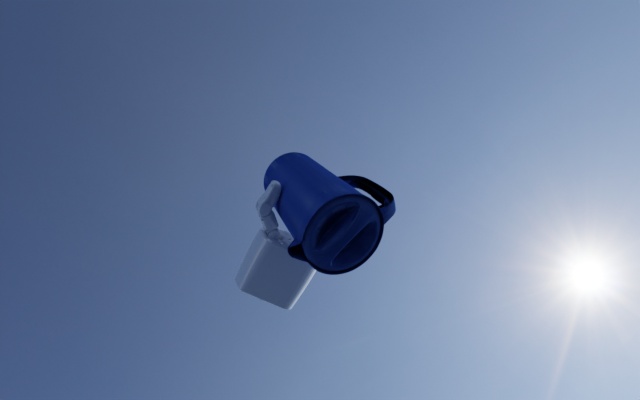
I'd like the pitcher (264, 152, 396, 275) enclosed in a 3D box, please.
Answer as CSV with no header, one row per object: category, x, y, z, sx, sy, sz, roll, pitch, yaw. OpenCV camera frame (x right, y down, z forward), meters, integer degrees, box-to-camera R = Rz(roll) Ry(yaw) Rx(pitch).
pitcher,0.000,0.003,0.792,0.149,0.145,0.242,21,14,-32
